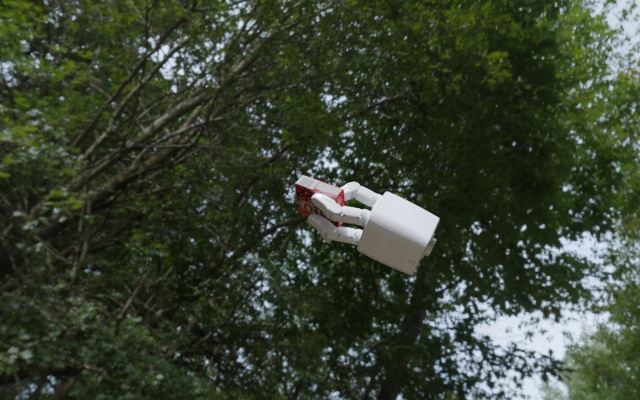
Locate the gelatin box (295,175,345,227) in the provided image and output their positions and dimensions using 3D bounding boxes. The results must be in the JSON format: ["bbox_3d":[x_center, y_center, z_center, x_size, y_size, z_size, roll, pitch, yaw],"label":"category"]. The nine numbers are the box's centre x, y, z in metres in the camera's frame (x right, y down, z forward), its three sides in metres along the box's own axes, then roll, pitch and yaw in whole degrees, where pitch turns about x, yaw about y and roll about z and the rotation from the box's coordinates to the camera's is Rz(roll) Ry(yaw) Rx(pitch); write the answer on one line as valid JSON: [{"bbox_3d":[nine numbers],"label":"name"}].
[{"bbox_3d":[0.000,0.002,0.847,0.089,0.073,0.030,20,47,25],"label":"gelatin box"}]
